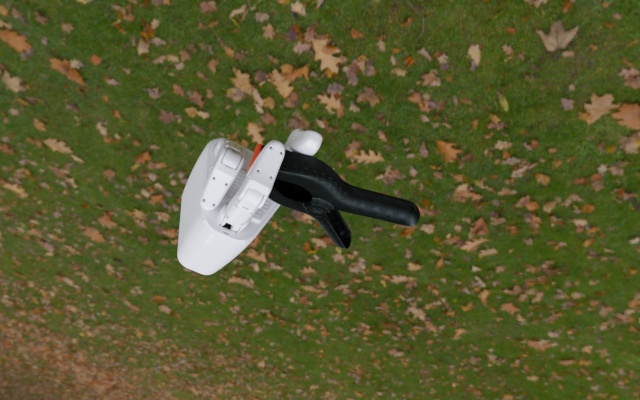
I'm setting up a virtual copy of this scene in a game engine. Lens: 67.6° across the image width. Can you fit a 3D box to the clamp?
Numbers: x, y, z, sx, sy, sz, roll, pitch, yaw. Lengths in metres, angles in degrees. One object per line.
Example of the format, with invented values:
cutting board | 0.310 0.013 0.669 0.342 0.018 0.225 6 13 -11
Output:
clamp | 0.000 0.002 0.483 0.171 0.039 0.120 27 -38 -17
